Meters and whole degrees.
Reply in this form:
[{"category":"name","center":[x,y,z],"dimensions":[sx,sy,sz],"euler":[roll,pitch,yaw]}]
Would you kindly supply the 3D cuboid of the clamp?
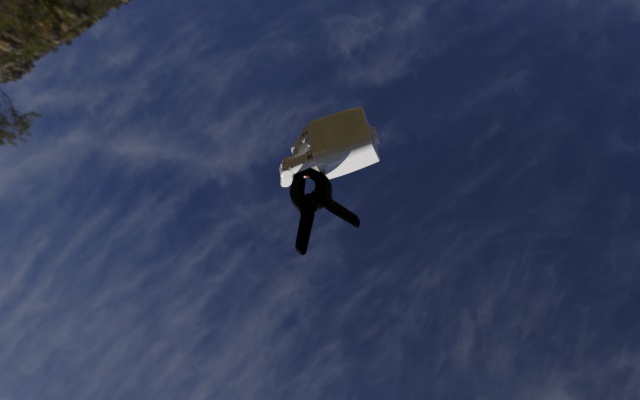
[{"category":"clamp","center":[0.000,0.003,0.844],"dimensions":[0.120,0.171,0.039],"euler":[-17,-27,9]}]
